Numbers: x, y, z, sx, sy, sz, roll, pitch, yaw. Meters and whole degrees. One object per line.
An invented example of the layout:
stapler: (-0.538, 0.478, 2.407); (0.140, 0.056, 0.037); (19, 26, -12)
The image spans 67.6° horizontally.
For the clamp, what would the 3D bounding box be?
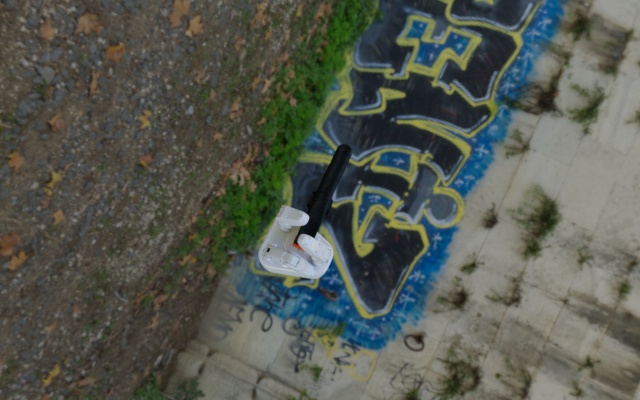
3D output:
clamp: (0.001, 0.003, 0.750); (0.039, 0.171, 0.120); (25, -15, 4)
